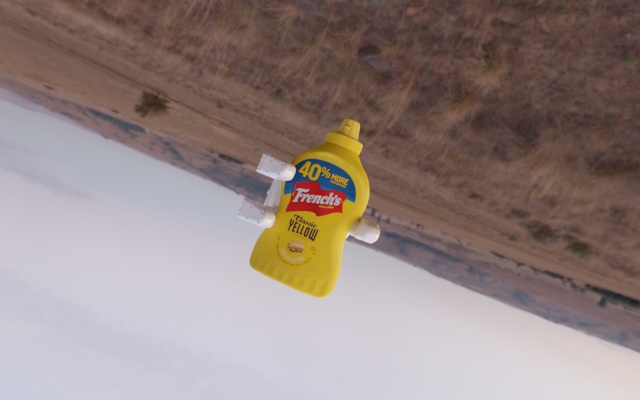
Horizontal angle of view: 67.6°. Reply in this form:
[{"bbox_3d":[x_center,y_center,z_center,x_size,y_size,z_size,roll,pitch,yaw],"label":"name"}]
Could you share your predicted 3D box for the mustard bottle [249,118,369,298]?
[{"bbox_3d":[0.000,0.002,0.523,0.096,0.191,0.058,22,-1,16],"label":"mustard bottle"}]
